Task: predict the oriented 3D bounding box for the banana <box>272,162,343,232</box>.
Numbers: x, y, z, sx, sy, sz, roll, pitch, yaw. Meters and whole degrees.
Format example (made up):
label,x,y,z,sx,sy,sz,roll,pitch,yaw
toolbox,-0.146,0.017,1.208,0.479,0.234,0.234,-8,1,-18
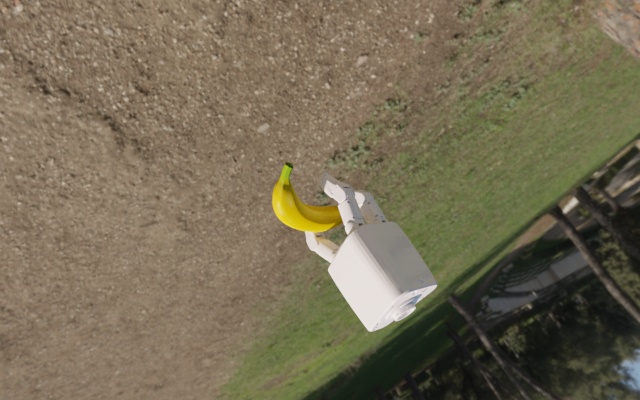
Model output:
label,x,y,z,sx,sy,sz,roll,pitch,yaw
banana,-0.015,0.013,0.668,0.069,0.037,0.198,-41,-30,8
